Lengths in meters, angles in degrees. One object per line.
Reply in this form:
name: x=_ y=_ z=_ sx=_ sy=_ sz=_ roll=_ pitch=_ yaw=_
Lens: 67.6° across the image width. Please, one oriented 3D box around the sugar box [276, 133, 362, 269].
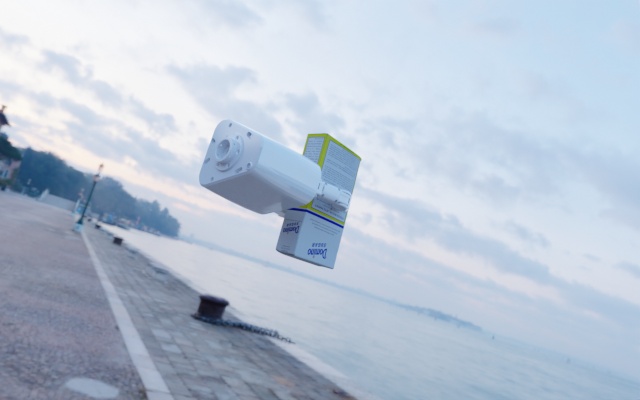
sugar box: x=0.000 y=0.002 z=0.688 sx=0.048 sy=0.176 sz=0.093 roll=9 pitch=-13 yaw=42
